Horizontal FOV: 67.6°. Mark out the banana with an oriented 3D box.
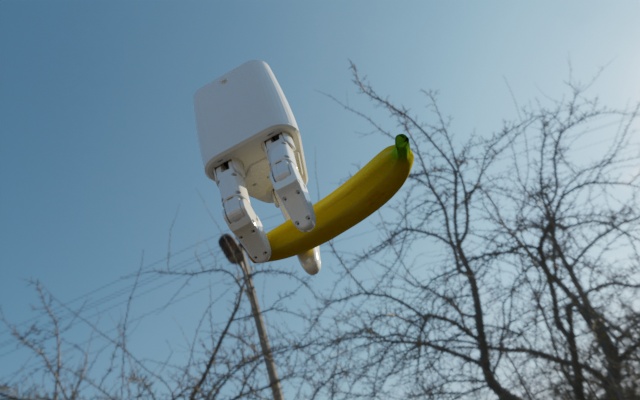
[{"bbox_3d":[0.015,0.003,0.434,0.069,0.037,0.198,15,-45,-45],"label":"banana"}]
